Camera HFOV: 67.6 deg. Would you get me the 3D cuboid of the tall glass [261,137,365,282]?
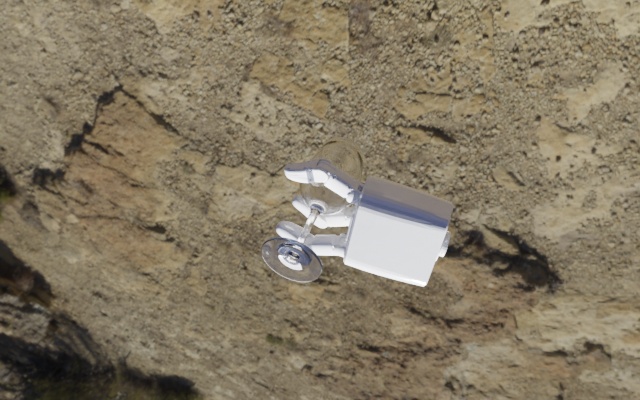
[{"bbox_3d":[0.000,0.002,0.603,0.079,0.079,0.201,0,42,26],"label":"tall glass"}]
